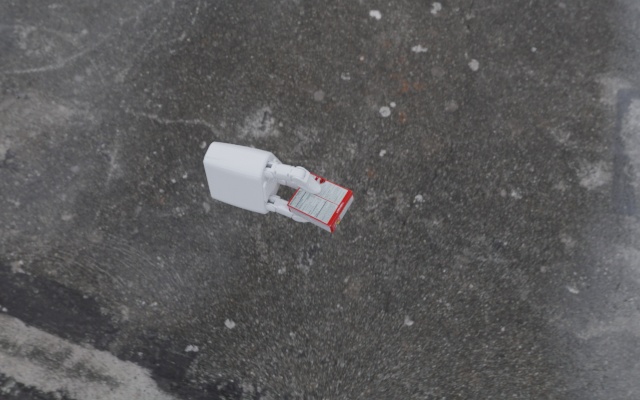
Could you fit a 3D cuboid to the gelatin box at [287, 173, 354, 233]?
[{"bbox_3d":[0.000,0.003,0.798,0.089,0.073,0.030,25,-22,22],"label":"gelatin box"}]
